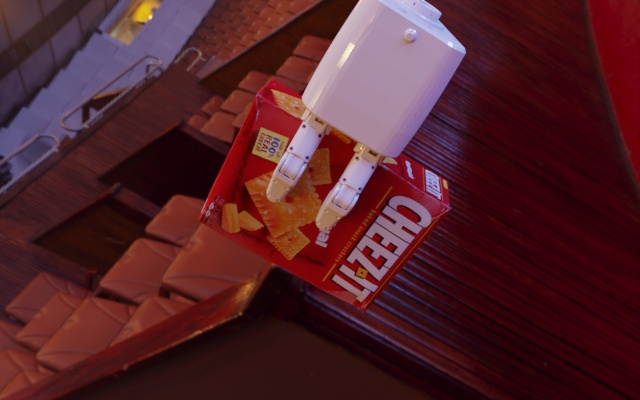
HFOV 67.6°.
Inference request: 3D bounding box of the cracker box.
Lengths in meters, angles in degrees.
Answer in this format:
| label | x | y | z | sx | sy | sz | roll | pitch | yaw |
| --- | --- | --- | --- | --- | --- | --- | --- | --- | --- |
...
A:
| label | x | y | z | sx | sy | sz | roll | pitch | yaw |
| --- | --- | --- | --- | --- | --- | --- | --- | --- | --- |
| cracker box | 0.000 | 0.001 | 0.503 | 0.214 | 0.164 | 0.072 | 30 | 29 | -6 |
